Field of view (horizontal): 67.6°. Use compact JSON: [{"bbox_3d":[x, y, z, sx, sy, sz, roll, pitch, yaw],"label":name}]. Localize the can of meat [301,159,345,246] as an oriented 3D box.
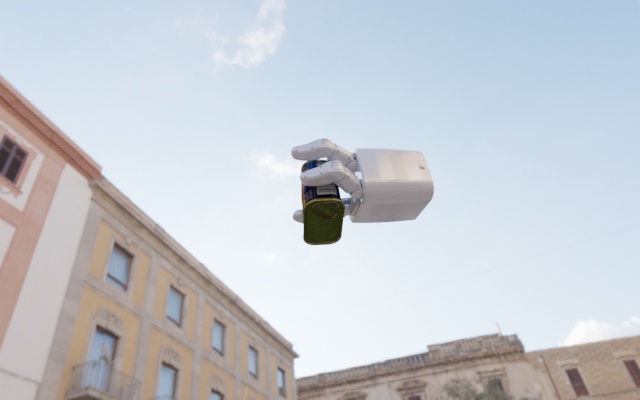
[{"bbox_3d":[0.000,0.002,0.701,0.057,0.083,0.102,-3,-41,-5],"label":"can of meat"}]
